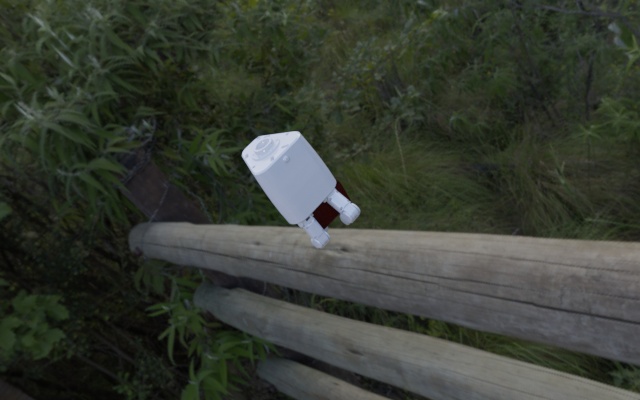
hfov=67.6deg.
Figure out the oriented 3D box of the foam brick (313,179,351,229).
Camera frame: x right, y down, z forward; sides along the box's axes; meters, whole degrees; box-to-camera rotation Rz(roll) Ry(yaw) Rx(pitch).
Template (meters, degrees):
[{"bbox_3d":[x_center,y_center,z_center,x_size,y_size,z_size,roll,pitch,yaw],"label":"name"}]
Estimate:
[{"bbox_3d":[0.000,0.002,0.781,0.053,0.078,0.051,26,-24,46],"label":"foam brick"}]
